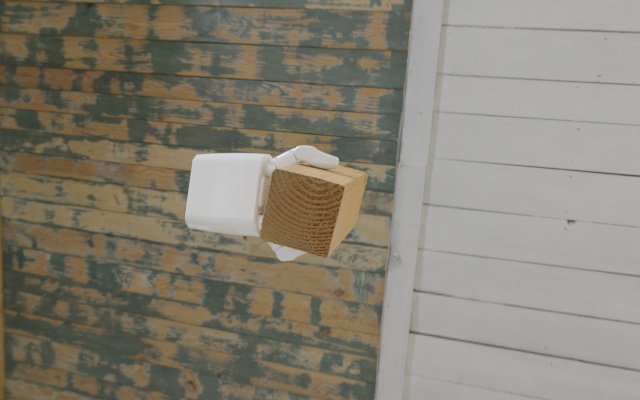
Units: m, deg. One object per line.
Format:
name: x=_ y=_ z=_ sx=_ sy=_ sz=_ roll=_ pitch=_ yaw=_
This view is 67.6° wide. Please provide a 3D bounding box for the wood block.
wood block: x=0.000 y=0.002 z=0.655 sx=0.090 sy=0.091 sz=0.206 roll=15 pitch=11 yaw=11
